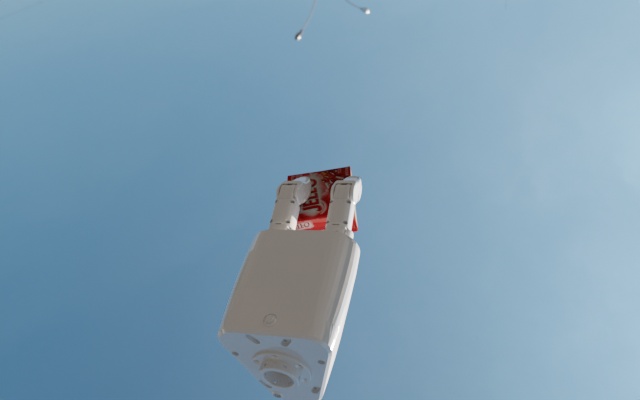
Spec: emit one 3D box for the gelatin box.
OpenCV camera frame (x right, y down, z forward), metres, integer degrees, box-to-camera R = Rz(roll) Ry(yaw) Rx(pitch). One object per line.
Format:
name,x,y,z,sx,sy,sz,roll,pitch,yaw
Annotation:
gelatin box,0.000,0.002,0.513,0.073,0.030,0.089,-9,36,7
